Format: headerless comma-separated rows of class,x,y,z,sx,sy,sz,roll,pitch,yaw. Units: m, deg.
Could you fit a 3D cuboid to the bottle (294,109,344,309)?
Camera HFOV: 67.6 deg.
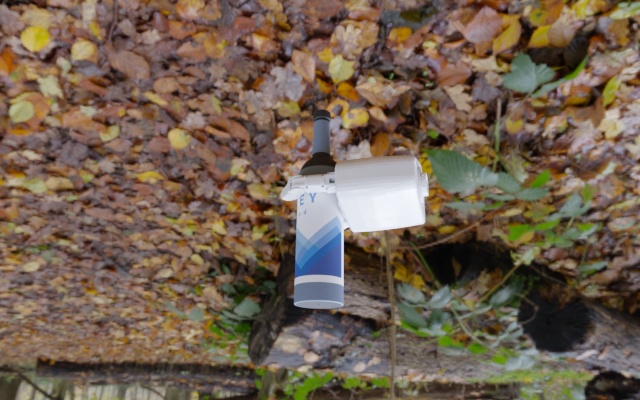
bottle,0.000,0.003,0.690,0.069,0.295,0.069,1,-21,0
